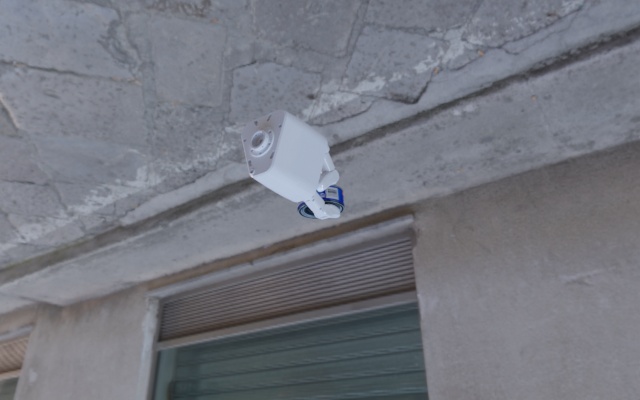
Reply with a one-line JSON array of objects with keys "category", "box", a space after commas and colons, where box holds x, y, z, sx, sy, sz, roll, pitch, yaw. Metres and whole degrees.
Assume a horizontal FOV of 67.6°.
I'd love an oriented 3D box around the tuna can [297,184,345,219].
[{"category": "tuna can", "box": [0.000, 0.003, 0.855, 0.086, 0.033, 0.086, -4, -23, -2]}]
